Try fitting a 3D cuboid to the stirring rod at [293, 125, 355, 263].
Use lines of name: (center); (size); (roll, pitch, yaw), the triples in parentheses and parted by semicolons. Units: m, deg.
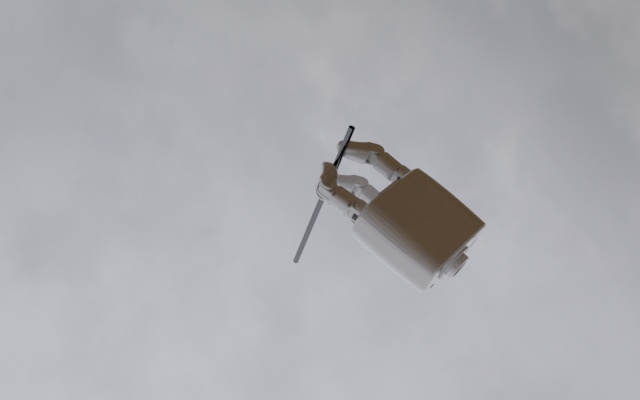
stirring rod: (0.000, 0.002, 0.632); (0.011, 0.240, 0.011); (14, 39, -11)
